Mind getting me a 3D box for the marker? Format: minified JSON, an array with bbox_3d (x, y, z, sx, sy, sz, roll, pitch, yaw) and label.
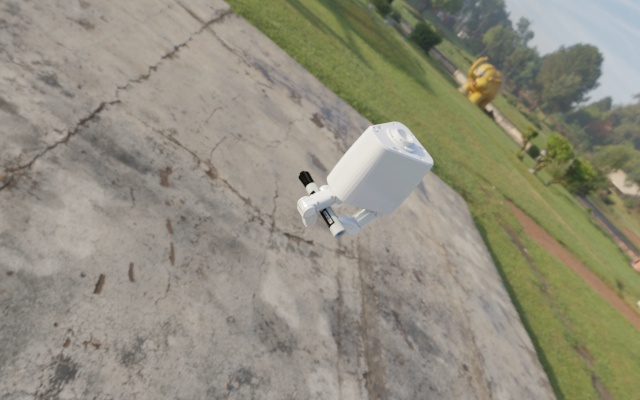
[{"bbox_3d":[0.000,0.002,0.704,0.020,0.121,0.020,-24,-29,-14],"label":"marker"}]
